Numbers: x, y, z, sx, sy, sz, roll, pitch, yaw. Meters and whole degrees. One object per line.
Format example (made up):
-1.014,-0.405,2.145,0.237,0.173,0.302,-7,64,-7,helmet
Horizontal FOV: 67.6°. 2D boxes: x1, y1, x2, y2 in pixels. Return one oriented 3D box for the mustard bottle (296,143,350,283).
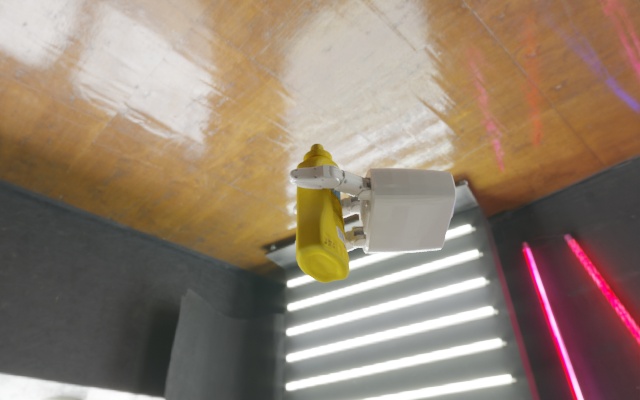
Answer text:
0.000,0.002,0.621,0.058,0.191,0.096,-15,-37,16,mustard bottle
